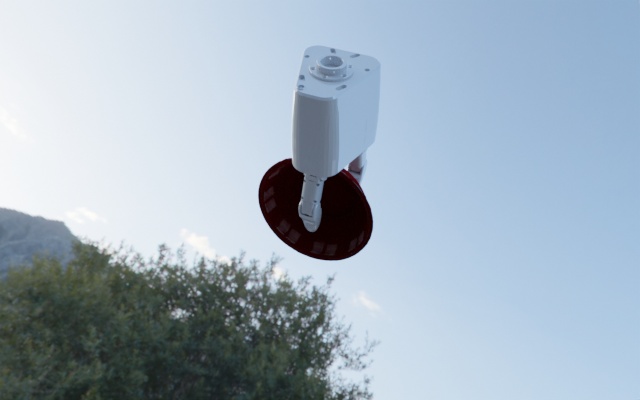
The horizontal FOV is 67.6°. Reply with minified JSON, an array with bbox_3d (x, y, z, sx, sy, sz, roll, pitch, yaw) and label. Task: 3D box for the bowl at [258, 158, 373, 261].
[{"bbox_3d":[0.000,0.003,0.639,0.162,0.162,0.055,0,32,26],"label":"bowl"}]
